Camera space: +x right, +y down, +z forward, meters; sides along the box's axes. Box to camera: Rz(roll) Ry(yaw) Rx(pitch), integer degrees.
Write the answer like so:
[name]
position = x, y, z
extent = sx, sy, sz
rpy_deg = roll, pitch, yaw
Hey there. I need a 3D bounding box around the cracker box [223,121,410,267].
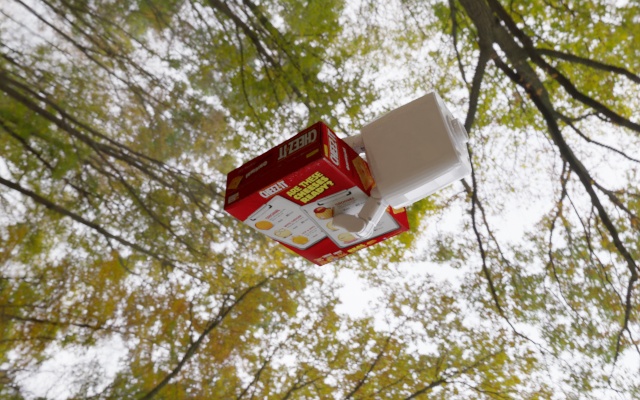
[cracker box]
position = 0.000, 0.002, 0.665
extent = 0.164, 0.072, 0.214
rpy_deg = -26, -41, 27
